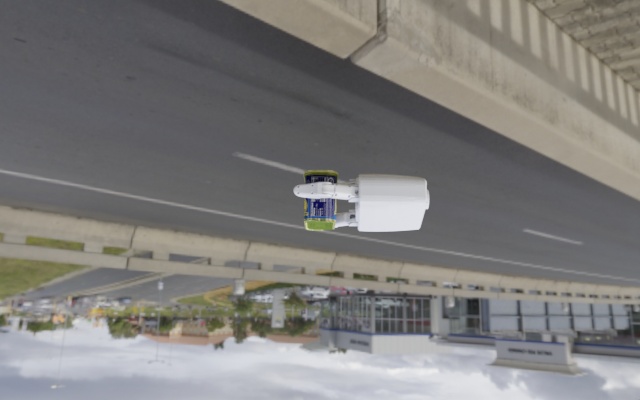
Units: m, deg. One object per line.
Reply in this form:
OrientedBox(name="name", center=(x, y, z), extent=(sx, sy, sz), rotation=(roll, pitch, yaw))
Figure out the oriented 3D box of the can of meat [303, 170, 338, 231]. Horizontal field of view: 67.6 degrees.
OrientedBox(name="can of meat", center=(0.000, 0.003, 0.800), extent=(0.057, 0.084, 0.102), rotation=(1, -12, 0))
